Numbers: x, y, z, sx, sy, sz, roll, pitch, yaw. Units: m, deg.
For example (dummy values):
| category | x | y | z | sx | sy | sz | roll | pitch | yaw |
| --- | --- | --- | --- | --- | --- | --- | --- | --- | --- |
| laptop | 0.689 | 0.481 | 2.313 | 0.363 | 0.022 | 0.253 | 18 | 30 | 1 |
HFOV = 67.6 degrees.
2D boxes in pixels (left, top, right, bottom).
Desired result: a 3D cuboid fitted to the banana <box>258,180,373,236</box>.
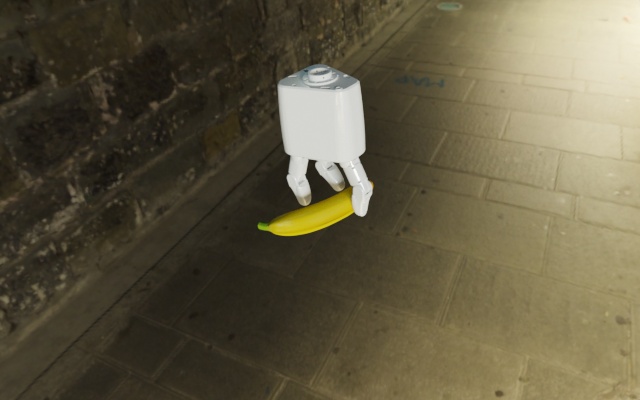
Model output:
| category | x | y | z | sx | sy | sz | roll | pitch | yaw |
| --- | --- | --- | --- | --- | --- | --- | --- | --- | --- |
| banana | 0.004 | 0.012 | 0.727 | 0.198 | 0.037 | 0.069 | -19 | 34 | -15 |
